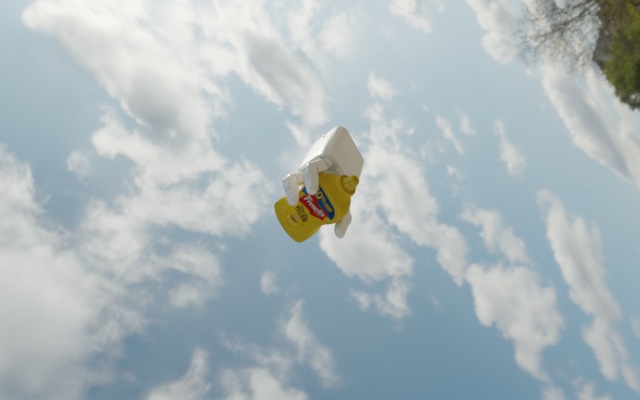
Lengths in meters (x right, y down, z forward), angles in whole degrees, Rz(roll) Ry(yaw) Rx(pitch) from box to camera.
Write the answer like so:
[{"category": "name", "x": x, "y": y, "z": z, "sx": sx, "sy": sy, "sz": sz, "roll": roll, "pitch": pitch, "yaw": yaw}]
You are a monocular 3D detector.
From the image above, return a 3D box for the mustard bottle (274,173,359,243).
[{"category": "mustard bottle", "x": 0.000, "y": 0.003, "z": 0.892, "sx": 0.192, "sy": 0.096, "sz": 0.058, "roll": -32, "pitch": -2, "yaw": 39}]
